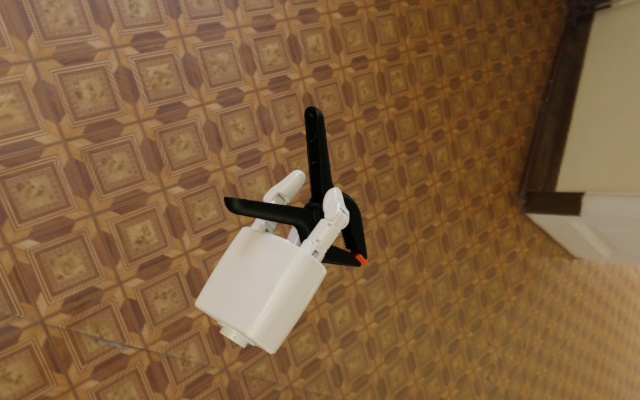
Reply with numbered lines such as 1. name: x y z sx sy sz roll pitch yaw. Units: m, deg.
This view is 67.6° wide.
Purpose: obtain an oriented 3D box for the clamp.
1. clamp: 0.001 0.003 0.588 0.036 0.164 0.210 8 -32 52
